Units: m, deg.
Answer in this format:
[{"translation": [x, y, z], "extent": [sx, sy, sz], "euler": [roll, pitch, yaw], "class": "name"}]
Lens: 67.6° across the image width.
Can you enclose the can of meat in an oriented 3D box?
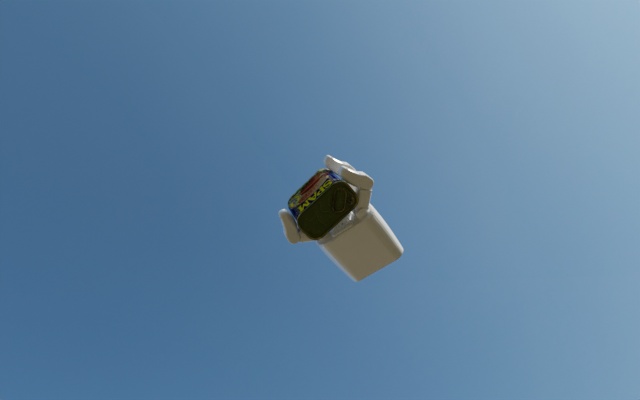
[{"translation": [0.000, 0.002, 0.770], "extent": [0.057, 0.102, 0.084], "euler": [47, 1, -26], "class": "can of meat"}]
